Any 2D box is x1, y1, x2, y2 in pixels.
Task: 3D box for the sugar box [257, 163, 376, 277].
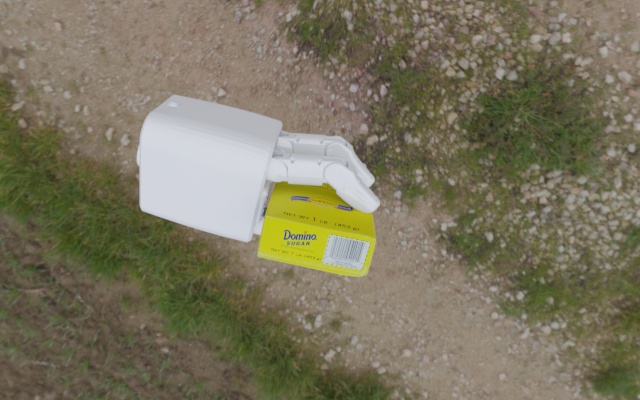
[{"bbox_3d":[0.000,0.001,0.459,0.093,0.048,0.176,13,27,-4],"label":"sugar box"}]
